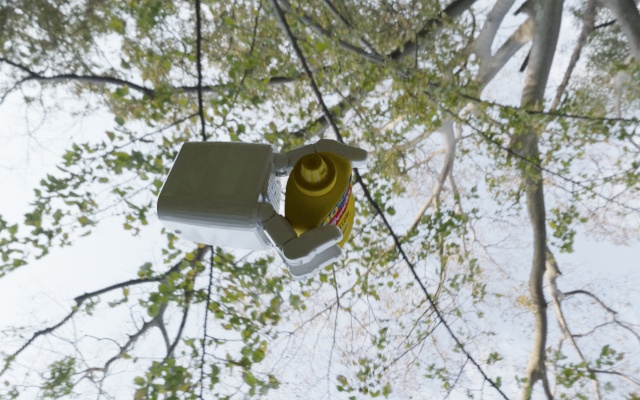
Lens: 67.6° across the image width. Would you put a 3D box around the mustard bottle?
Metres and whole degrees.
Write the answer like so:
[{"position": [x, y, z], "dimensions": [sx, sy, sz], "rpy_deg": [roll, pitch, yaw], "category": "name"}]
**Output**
[{"position": [0.000, 0.002, 0.514], "dimensions": [0.058, 0.096, 0.192], "rpy_deg": [28, -17, 16], "category": "mustard bottle"}]
